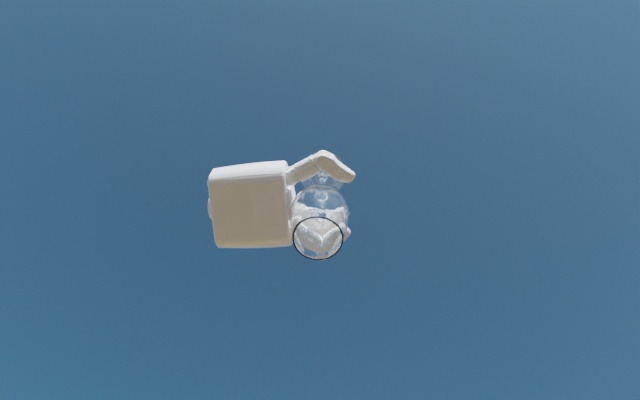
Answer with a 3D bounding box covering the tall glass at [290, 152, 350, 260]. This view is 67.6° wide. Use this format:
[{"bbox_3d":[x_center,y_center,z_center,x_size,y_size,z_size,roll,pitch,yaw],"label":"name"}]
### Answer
[{"bbox_3d":[0.000,0.002,0.660,0.079,0.079,0.201,0,26,2],"label":"tall glass"}]
